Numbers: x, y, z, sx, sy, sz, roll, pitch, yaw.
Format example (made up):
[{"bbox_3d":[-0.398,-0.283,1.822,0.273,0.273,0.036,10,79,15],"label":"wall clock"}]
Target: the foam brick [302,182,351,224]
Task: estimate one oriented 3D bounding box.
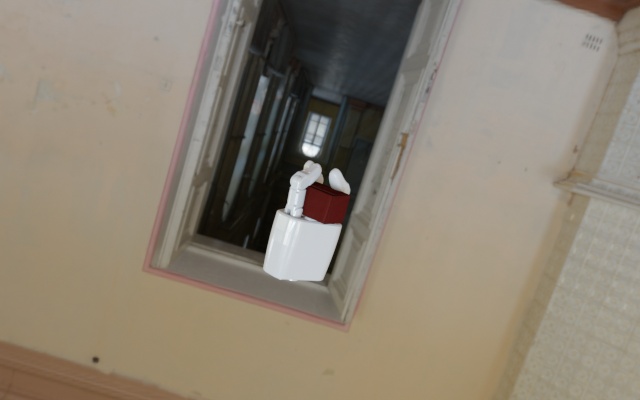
[{"bbox_3d":[0.000,0.003,0.785,0.078,0.051,0.053,23,12,35],"label":"foam brick"}]
